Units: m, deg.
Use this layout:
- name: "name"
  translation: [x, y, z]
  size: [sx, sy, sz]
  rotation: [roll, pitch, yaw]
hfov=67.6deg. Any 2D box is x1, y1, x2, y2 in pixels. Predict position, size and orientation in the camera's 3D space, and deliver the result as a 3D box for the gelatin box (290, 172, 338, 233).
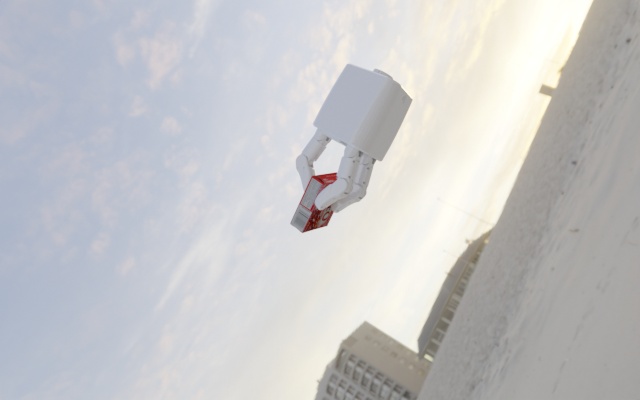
- name: "gelatin box"
  translation: [0.000, 0.002, 0.730]
  size: [0.030, 0.089, 0.073]
  rotation: [35, 22, 23]
